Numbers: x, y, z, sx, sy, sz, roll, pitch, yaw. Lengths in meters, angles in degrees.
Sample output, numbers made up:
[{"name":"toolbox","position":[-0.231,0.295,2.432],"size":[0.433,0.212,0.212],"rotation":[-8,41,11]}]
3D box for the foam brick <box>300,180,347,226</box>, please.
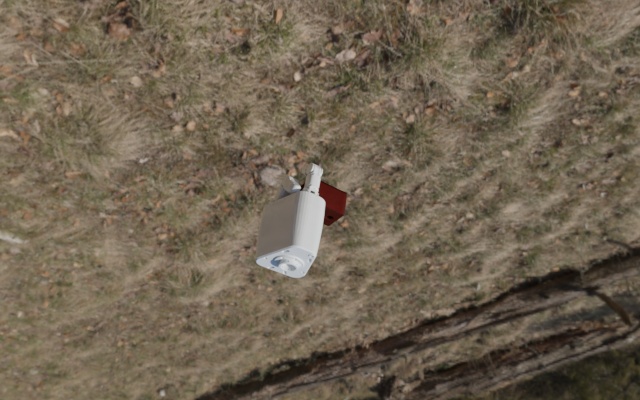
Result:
[{"name":"foam brick","position":[0.000,0.003,0.856],"size":[0.078,0.051,0.053],"rotation":[24,-38,-23]}]
